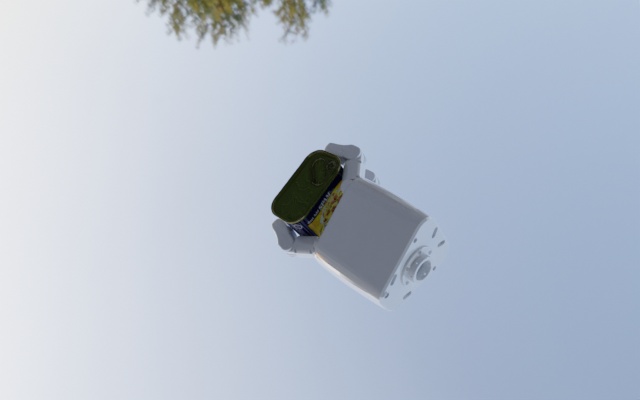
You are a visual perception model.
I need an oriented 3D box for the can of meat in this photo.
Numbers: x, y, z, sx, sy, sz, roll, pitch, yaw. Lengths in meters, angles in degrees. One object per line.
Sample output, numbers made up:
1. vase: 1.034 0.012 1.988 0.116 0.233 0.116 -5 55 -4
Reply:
1. can of meat: 0.000 0.002 0.605 0.057 0.102 0.084 27 -14 41
